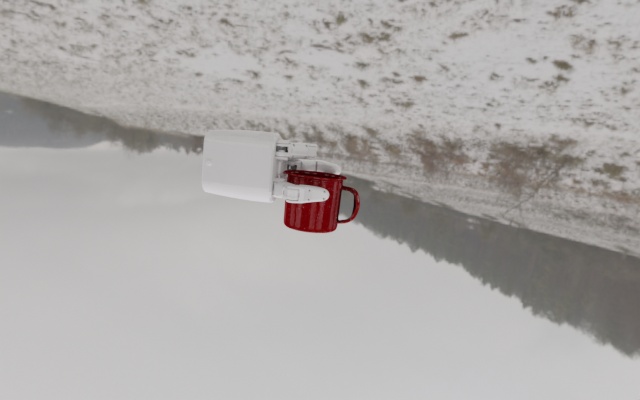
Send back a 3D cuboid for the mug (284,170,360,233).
[{"bbox_3d":[0.002,0.003,0.706,0.117,0.081,0.093,8,9,11],"label":"mug"}]
